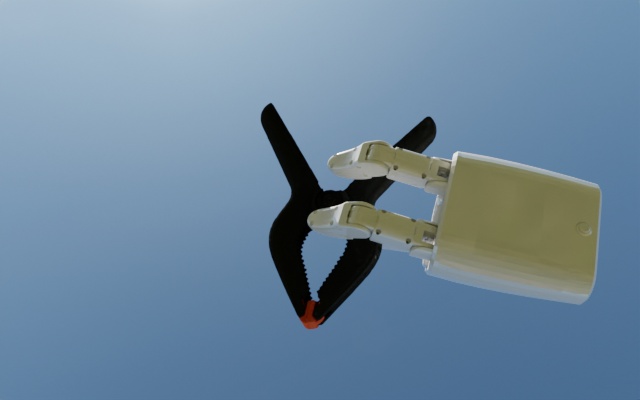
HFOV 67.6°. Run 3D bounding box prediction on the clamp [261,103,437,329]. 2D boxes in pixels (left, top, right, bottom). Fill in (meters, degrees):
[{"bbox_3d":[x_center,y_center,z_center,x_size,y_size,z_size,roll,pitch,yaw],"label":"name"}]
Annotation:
[{"bbox_3d":[0.000,0.002,0.415,0.164,0.210,0.036,13,-23,13],"label":"clamp"}]
